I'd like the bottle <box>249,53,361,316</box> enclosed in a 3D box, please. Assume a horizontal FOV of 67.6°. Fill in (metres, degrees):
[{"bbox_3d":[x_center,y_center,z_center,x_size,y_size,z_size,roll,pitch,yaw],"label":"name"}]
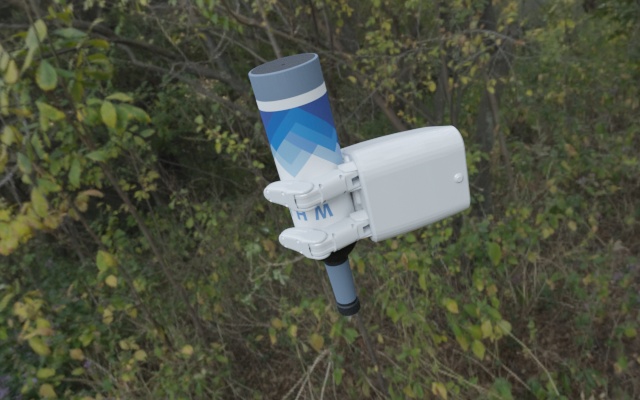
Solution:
[{"bbox_3d":[0.000,0.001,0.504,0.069,0.296,0.069,-12,27,6],"label":"bottle"}]
